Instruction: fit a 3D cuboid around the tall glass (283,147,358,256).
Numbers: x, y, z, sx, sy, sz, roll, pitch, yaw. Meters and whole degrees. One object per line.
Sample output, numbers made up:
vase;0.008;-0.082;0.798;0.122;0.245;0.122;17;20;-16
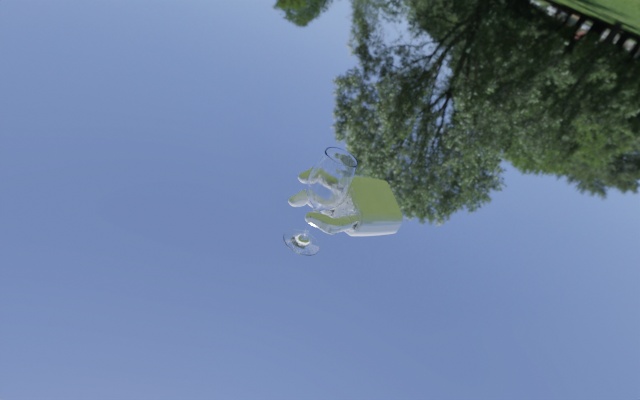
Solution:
tall glass;0.000;0.003;0.867;0.079;0.201;0.079;18;31;-11
